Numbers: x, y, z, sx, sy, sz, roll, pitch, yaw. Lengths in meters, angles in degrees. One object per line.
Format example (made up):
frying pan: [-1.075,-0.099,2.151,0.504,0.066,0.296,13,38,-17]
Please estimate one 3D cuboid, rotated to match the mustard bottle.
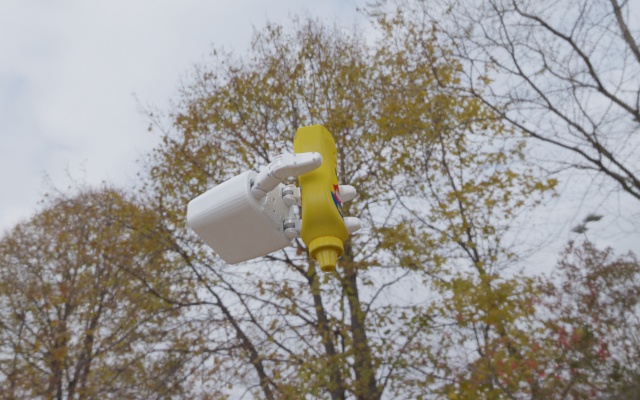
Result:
mustard bottle: [0.000,0.002,0.610,0.058,0.191,0.096,-8,-35,4]
